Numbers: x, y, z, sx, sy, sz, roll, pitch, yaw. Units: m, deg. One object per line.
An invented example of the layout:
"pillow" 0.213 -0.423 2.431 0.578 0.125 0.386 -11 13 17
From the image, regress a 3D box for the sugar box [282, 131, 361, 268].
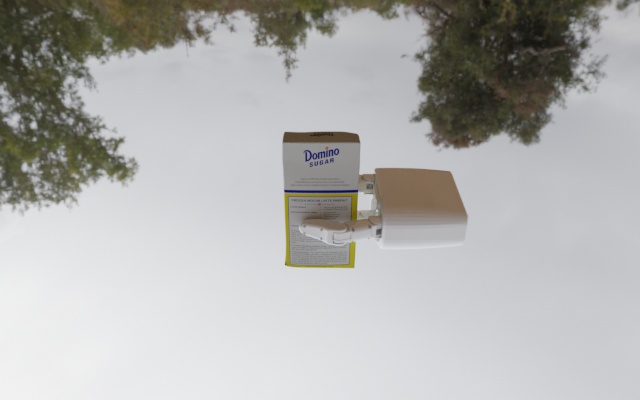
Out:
"sugar box" 0.000 0.002 0.602 0.093 0.176 0.048 1 25 -1
